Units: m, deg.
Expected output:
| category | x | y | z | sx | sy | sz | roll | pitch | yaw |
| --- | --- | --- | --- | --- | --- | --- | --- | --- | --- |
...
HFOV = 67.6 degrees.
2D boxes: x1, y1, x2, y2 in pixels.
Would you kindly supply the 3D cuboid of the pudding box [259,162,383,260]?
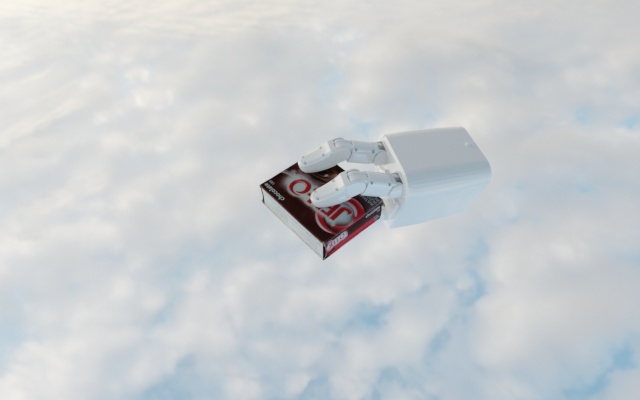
| category | x | y | z | sx | sy | sz | roll | pitch | yaw |
| --- | --- | --- | --- | --- | --- | --- | --- | --- | --- |
| pudding box | 0.000 | 0.002 | 0.543 | 0.090 | 0.039 | 0.113 | -34 | 56 | -27 |
